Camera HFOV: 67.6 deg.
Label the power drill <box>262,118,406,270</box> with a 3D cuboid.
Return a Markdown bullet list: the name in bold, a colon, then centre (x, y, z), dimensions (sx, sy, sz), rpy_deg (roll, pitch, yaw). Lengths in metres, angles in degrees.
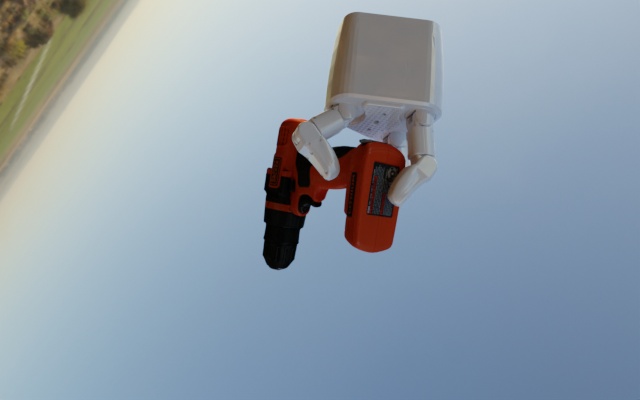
- **power drill**: centre (0.000, 0.002, 0.522), dimensions (0.057, 0.184, 0.187), rpy_deg (5, 5, -39)
